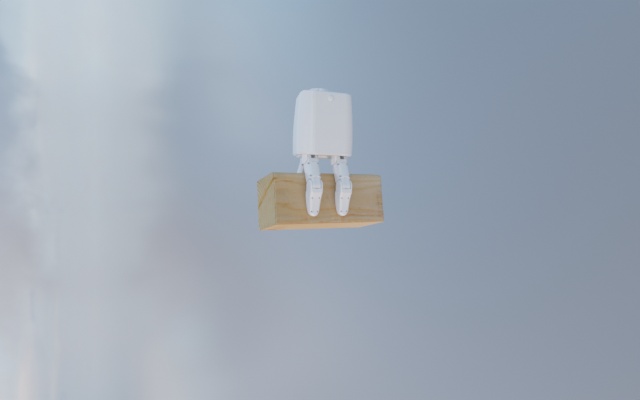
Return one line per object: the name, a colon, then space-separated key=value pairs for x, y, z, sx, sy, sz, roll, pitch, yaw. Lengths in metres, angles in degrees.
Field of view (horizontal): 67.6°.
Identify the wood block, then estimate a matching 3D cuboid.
wood block: x=0.000 y=0.002 z=0.853 sx=0.206 sy=0.090 sz=0.091 roll=0 pitch=-8 yaw=-25
